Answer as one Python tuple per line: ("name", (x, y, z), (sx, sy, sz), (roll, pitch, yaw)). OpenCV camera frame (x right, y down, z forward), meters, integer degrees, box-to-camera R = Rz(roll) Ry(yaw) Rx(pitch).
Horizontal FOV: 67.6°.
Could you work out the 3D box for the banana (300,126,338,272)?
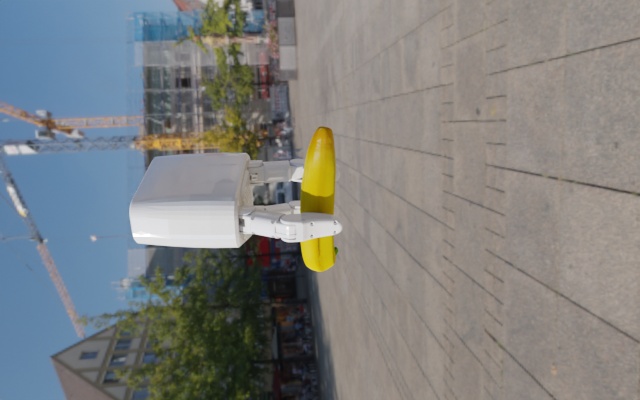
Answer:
("banana", (-0.002, 0.017, 0.510), (0.037, 0.069, 0.198), (3, -45, 6))
